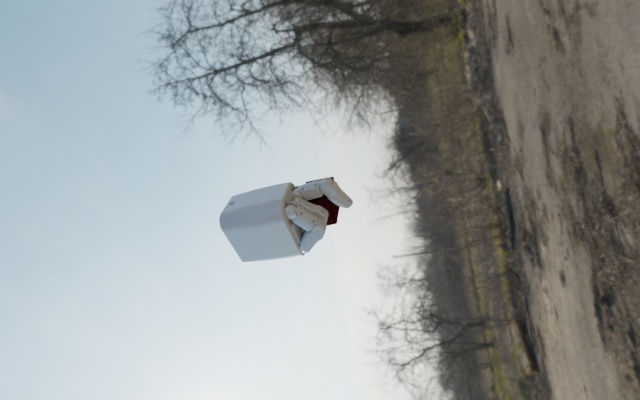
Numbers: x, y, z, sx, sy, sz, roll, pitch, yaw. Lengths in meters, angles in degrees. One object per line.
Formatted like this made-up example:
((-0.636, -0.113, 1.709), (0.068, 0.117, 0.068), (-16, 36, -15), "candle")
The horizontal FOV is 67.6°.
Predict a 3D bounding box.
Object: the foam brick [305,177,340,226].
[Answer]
((0.000, 0.003, 0.791), (0.051, 0.053, 0.078), (-11, 25, 14), "foam brick")
